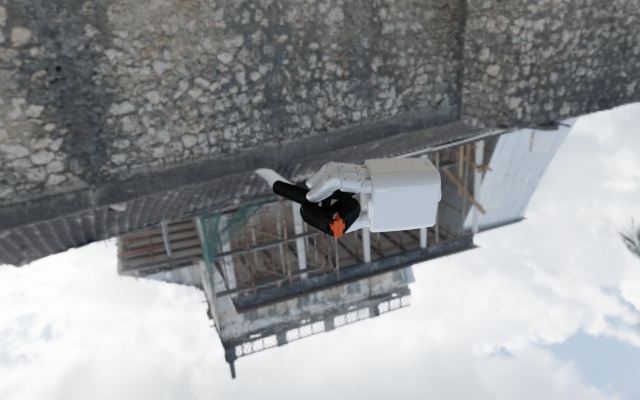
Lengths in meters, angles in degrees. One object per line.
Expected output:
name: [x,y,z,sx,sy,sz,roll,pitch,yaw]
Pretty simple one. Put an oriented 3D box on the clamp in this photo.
clamp: [0.000,0.003,0.774,0.164,0.036,0.210,-3,22,-1]
